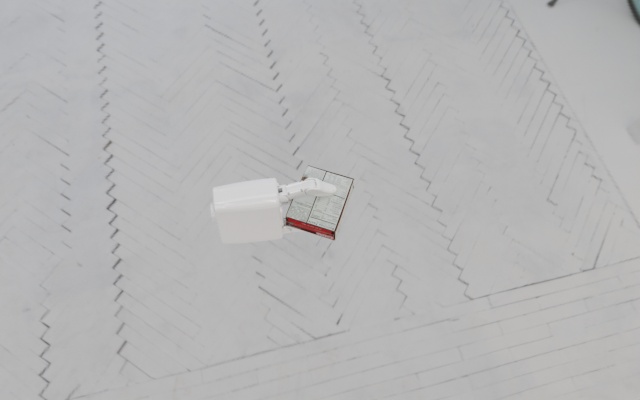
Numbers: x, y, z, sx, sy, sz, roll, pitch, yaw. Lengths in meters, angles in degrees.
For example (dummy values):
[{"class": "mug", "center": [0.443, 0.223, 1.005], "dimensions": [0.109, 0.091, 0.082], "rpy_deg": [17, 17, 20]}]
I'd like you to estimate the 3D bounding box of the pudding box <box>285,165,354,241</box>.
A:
[{"class": "pudding box", "center": [0.000, 0.003, 0.819], "dimensions": [0.090, 0.113, 0.039], "rpy_deg": [18, -25, 8]}]
